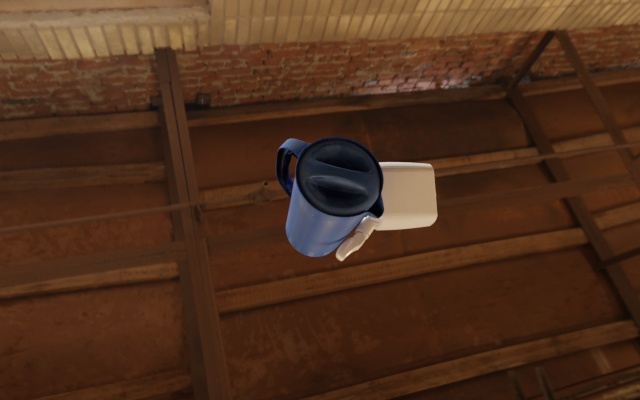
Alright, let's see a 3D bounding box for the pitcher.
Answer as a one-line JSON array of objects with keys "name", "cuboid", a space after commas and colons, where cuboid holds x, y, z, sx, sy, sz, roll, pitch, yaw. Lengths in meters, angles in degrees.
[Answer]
[{"name": "pitcher", "cuboid": [0.000, 0.003, 0.800, 0.145, 0.149, 0.243, -5, -23, -14]}]
